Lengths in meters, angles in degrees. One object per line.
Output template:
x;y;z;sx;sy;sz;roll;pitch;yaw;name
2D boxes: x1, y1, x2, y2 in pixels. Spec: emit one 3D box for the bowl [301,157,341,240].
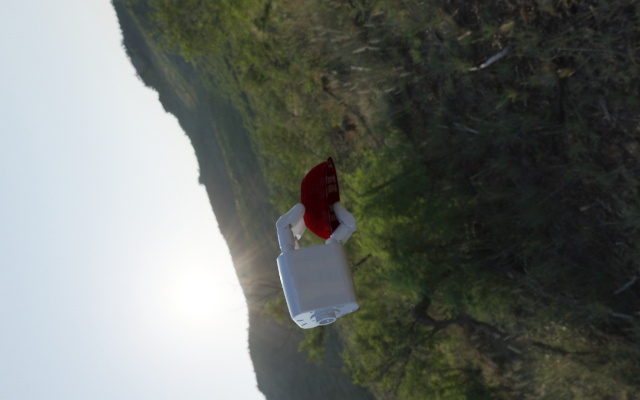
0.000;0.002;0.869;0.055;0.162;0.162;-5;-1;10;bowl
